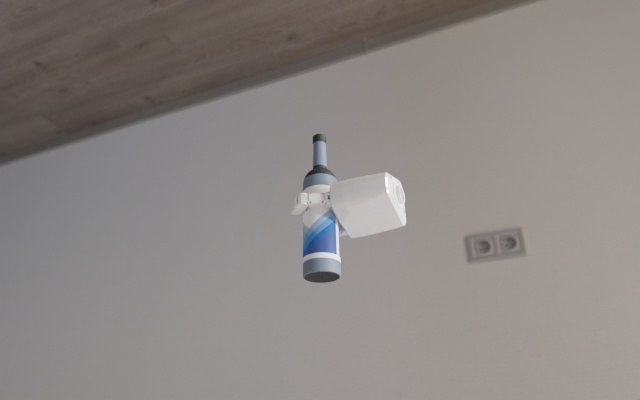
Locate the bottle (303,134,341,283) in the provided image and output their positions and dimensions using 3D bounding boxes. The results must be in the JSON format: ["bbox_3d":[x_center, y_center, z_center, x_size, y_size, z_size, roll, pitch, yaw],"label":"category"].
[{"bbox_3d":[0.000,0.003,0.897,0.069,0.295,0.069,-1,-27,0],"label":"bottle"}]
